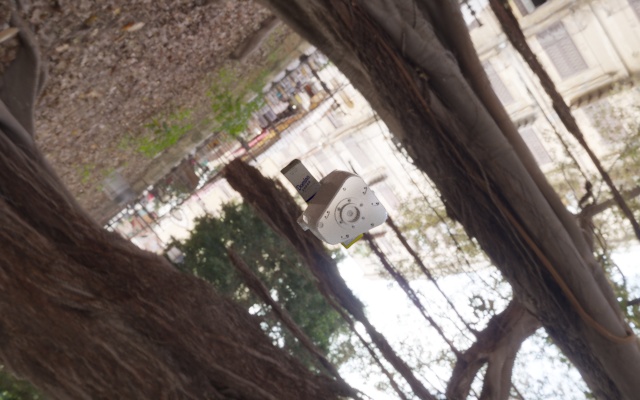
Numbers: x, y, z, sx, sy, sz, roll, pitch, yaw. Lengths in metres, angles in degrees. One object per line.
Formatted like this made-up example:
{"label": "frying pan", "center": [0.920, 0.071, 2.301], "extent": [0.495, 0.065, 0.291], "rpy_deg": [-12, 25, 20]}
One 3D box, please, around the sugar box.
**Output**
{"label": "sugar box", "center": [0.001, 0.003, 0.868], "extent": [0.048, 0.176, 0.093], "rpy_deg": [-38, 12, -2]}
